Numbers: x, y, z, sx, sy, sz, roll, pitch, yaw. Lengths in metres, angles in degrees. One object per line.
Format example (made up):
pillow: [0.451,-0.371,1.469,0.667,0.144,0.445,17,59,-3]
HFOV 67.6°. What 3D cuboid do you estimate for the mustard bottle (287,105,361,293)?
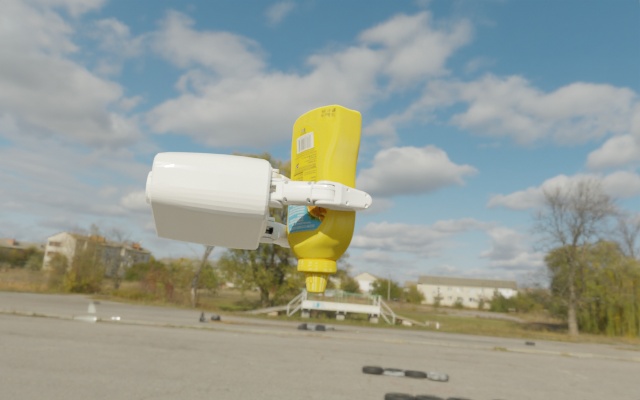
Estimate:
mustard bottle: [0.000,0.001,0.512,0.058,0.191,0.096,11,-14,-34]
